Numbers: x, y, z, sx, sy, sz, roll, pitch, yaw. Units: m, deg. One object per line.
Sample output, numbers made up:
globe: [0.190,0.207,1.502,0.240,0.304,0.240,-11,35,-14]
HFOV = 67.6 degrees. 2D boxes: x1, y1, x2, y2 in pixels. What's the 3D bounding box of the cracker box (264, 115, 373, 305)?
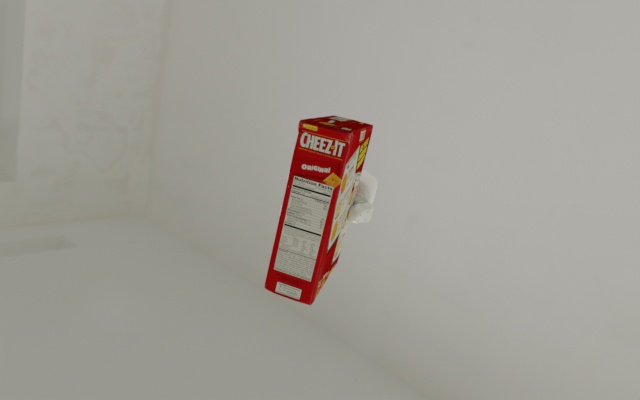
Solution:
cracker box: [0.000,0.002,0.621,0.072,0.214,0.164,16,15,10]
